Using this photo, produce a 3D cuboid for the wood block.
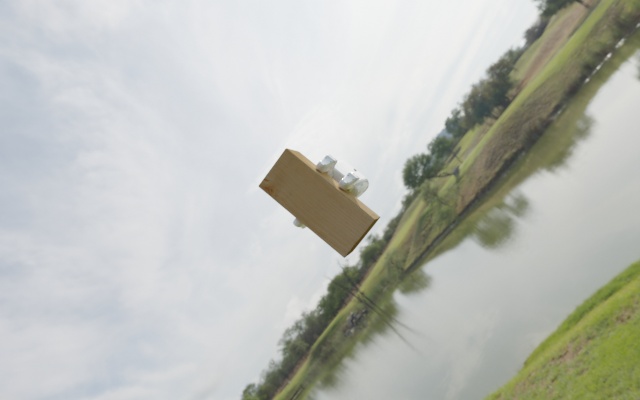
[{"bbox_3d":[0.000,0.003,0.893,0.206,0.091,0.090,39,10,10],"label":"wood block"}]
